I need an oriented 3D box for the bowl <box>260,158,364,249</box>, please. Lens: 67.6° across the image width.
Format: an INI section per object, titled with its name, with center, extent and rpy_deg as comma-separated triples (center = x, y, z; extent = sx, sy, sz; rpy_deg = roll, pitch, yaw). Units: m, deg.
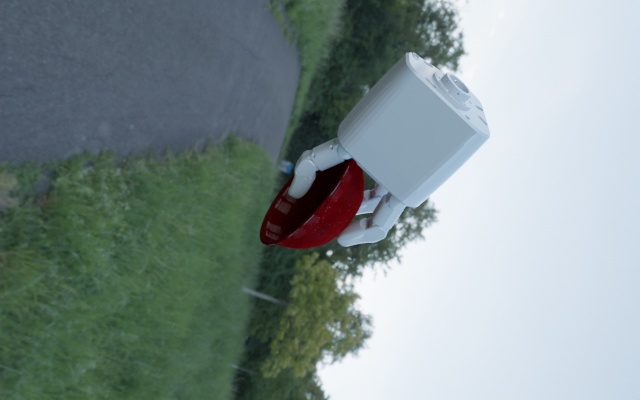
[bowl]
center = 0.000, 0.003, 0.570
extent = 0.055, 0.162, 0.162
rpy_deg = 41, -17, -20
